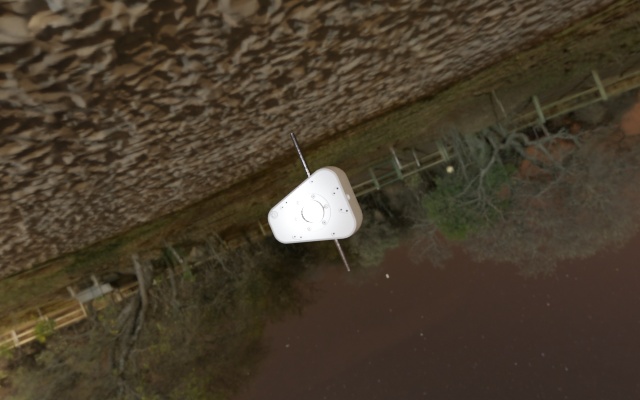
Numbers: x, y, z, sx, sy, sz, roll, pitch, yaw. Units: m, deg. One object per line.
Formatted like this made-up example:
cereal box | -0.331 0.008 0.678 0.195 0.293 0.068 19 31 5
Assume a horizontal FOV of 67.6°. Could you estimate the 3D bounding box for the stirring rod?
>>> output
stirring rod | 0.000 0.002 0.774 0.011 0.239 0.011 -23 0 0
